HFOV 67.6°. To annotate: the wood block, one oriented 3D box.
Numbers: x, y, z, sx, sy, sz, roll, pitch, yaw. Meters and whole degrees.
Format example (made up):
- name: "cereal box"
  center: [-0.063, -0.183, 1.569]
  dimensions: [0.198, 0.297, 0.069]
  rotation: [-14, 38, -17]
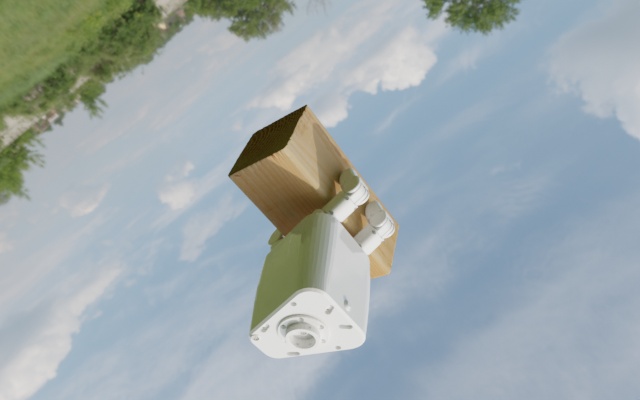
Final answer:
- name: "wood block"
  center: [0.000, 0.002, 0.579]
  dimensions: [0.091, 0.206, 0.090]
  rotation: [-21, 32, 33]
